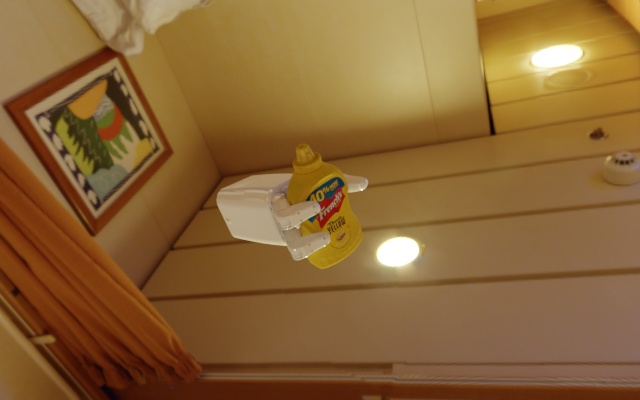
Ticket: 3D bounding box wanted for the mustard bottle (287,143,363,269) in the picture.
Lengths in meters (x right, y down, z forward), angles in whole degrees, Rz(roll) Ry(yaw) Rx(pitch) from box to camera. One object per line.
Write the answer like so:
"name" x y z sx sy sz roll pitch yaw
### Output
"mustard bottle" 0.000 0.003 0.709 0.096 0.192 0.058 -34 34 -23
